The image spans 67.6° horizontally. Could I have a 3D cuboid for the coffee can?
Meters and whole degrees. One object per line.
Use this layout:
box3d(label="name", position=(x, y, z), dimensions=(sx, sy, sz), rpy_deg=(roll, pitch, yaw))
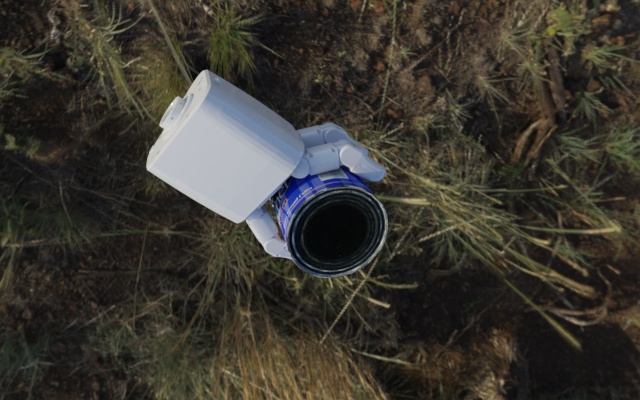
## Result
box3d(label="coffee can", position=(0.000, 0.002, 0.518), dimensions=(0.103, 0.103, 0.140), rpy_deg=(0, 26, -16))
